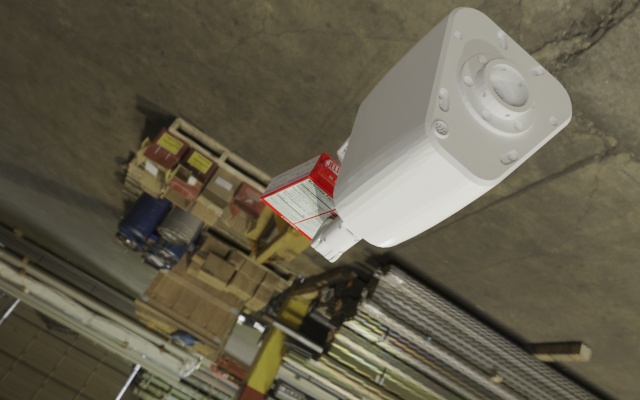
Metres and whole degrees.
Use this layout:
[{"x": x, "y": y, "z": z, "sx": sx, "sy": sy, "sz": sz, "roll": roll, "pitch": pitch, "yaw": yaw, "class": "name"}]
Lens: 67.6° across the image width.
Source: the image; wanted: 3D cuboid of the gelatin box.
[{"x": 0.000, "y": 0.002, "z": 0.415, "sx": 0.073, "sy": 0.030, "sz": 0.089, "roll": 40, "pitch": -32, "yaw": -19, "class": "gelatin box"}]
